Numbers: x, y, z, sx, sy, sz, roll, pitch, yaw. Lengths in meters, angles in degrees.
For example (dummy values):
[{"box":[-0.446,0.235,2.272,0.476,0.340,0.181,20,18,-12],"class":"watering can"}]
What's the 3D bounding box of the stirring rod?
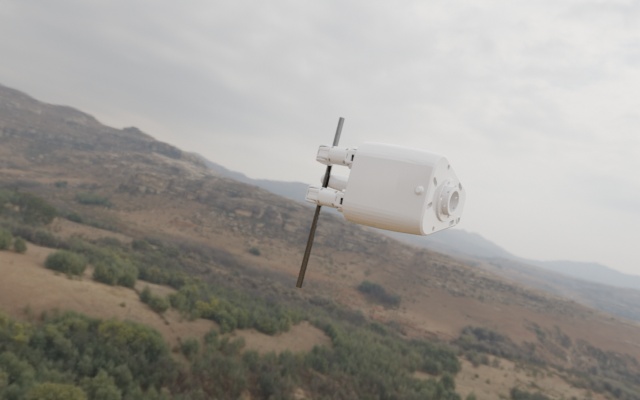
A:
[{"box":[0.000,0.002,0.656,0.011,0.239,0.011,14,-2,1],"class":"stirring rod"}]
